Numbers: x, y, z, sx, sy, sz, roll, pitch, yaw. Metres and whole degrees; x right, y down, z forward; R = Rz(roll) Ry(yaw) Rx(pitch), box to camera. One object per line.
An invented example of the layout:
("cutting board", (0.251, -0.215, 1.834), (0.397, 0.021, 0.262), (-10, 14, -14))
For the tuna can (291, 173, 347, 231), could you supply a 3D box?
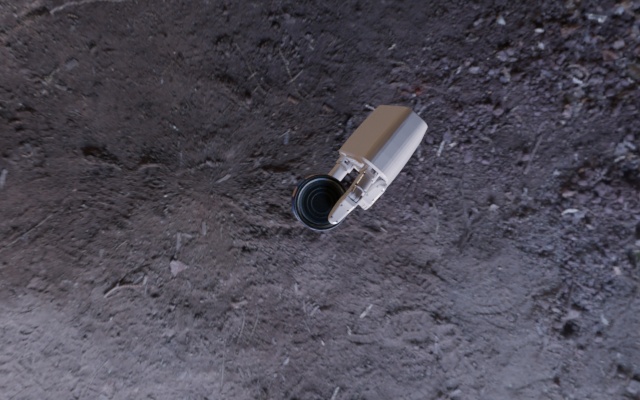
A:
("tuna can", (0.000, 0.002, 0.716), (0.086, 0.086, 0.033), (0, 6, -9))
